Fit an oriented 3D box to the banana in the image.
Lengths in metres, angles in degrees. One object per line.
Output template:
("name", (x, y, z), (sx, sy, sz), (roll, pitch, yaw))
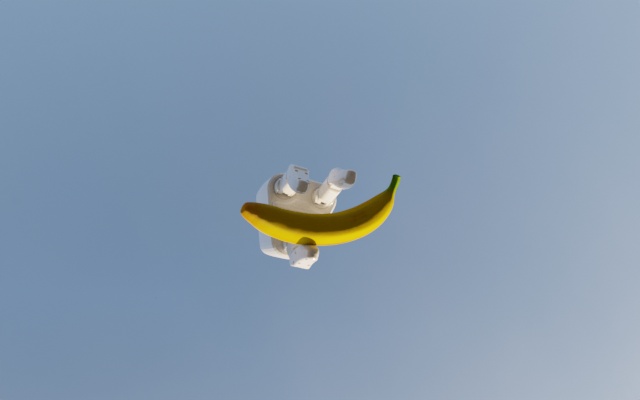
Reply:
("banana", (0.007, 0.020, 0.562), (0.198, 0.069, 0.037), (-12, 1, -18))
